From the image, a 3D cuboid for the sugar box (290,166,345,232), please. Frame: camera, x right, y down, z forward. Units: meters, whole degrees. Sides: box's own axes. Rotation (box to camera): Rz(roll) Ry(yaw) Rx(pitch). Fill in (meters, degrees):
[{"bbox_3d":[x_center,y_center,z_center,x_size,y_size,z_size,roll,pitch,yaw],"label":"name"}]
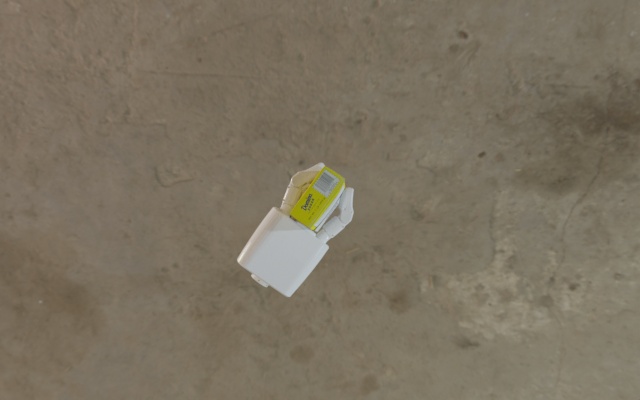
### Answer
[{"bbox_3d":[0.000,0.002,0.796,0.048,0.093,0.176,37,-3,3],"label":"sugar box"}]
